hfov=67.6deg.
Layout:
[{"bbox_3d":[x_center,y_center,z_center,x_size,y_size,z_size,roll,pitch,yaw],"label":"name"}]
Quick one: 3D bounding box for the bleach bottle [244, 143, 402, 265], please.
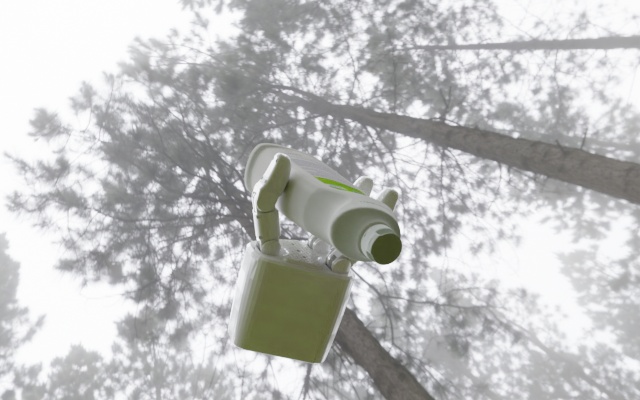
[{"bbox_3d":[0.000,0.002,0.491,0.102,0.068,0.250,11,12,-25],"label":"bleach bottle"}]
